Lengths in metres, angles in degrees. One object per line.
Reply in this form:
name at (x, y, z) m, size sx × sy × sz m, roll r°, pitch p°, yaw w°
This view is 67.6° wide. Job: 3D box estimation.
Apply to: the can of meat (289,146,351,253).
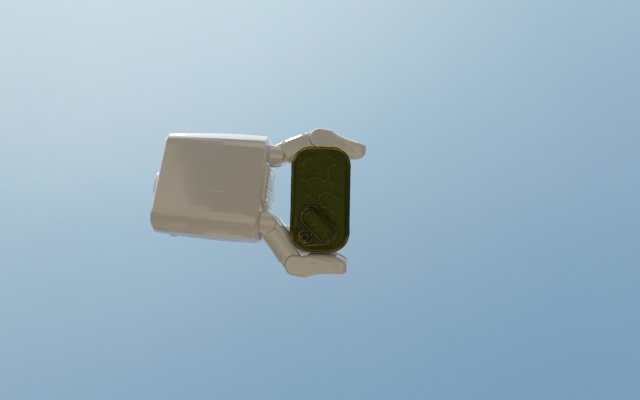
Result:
can of meat at (0.000, 0.002, 0.494) m, size 0.057 × 0.102 × 0.084 m, roll 1°, pitch -4°, yaw 0°
